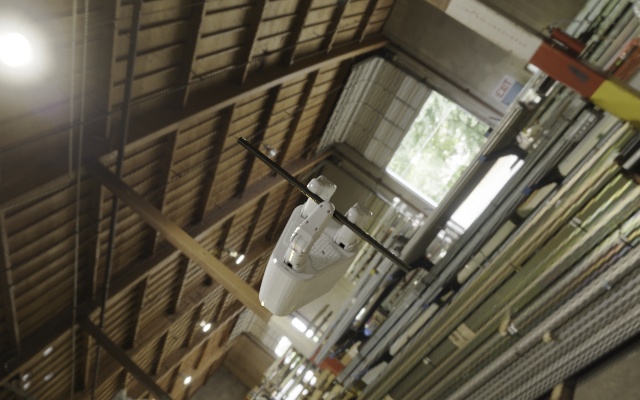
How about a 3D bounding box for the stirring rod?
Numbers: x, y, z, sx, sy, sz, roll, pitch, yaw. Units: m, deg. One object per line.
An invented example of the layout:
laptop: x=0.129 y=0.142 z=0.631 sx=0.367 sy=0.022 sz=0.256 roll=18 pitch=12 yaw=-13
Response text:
stirring rod: x=0.000 y=0.002 z=0.527 sx=0.239 sy=0.011 sz=0.011 roll=38 pitch=8 yaw=11
